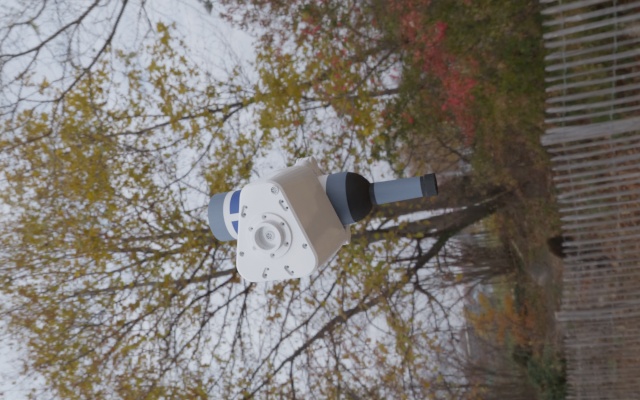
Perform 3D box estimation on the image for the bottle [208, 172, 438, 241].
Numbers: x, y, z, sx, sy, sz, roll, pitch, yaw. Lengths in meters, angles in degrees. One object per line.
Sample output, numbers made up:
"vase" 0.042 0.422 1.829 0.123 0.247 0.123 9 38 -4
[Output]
"bottle" 0.000 0.002 0.615 0.296 0.069 0.069 -9 -3 18
